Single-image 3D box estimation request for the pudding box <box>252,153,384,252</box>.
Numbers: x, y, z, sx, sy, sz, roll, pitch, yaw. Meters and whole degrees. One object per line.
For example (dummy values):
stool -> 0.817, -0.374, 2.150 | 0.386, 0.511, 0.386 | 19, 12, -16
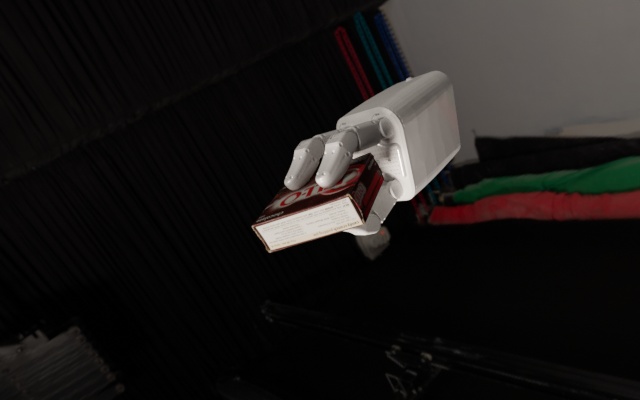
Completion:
pudding box -> 0.000, 0.002, 0.474 | 0.113, 0.039, 0.090 | -21, 19, 29
